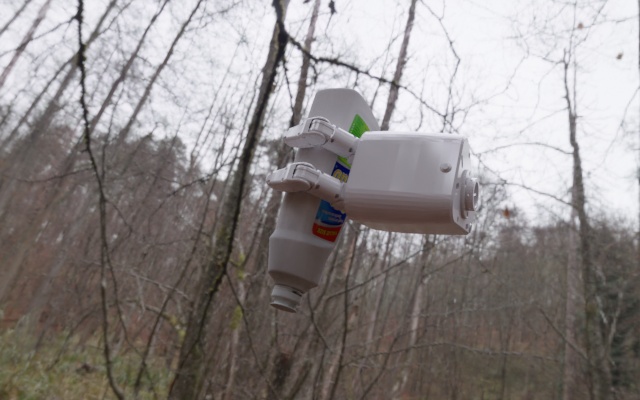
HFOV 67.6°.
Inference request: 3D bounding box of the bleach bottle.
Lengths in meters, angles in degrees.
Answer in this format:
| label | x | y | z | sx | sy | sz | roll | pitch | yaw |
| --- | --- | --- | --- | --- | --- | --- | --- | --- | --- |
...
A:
| label | x | y | z | sx | sy | sz | roll | pitch | yaw |
| --- | --- | --- | --- | --- | --- | --- | --- | --- | --- |
| bleach bottle | 0.000 | 0.002 | 0.532 | 0.068 | 0.250 | 0.103 | 4 | -26 | 28 |
